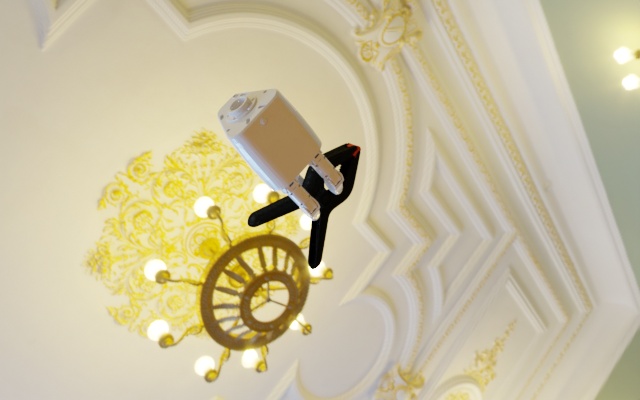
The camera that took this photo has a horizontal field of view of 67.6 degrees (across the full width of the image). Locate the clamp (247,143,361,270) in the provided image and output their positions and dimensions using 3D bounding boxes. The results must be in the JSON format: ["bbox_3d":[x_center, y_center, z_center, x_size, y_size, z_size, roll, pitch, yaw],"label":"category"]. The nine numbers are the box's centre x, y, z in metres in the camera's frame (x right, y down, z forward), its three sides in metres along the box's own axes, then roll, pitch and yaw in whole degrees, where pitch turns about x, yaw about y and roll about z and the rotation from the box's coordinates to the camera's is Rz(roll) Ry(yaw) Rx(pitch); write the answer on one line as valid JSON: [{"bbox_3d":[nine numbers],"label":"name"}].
[{"bbox_3d":[0.000,0.002,0.760,0.036,0.210,0.165,28,-17,48],"label":"clamp"}]
